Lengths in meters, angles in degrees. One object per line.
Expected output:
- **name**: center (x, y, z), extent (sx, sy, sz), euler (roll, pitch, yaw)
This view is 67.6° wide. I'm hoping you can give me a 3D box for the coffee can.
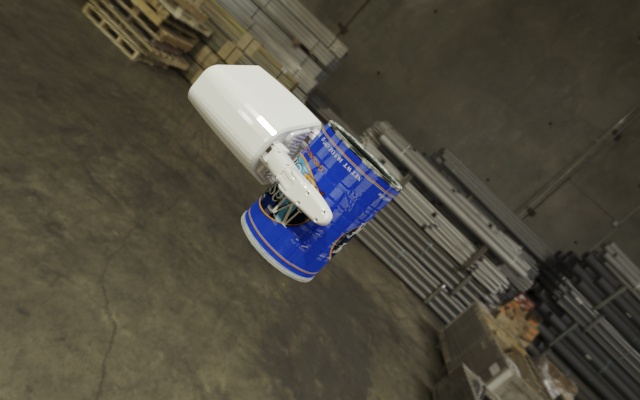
- **coffee can**: center (0.000, 0.002, 0.504), extent (0.103, 0.140, 0.102), euler (41, 13, -11)
